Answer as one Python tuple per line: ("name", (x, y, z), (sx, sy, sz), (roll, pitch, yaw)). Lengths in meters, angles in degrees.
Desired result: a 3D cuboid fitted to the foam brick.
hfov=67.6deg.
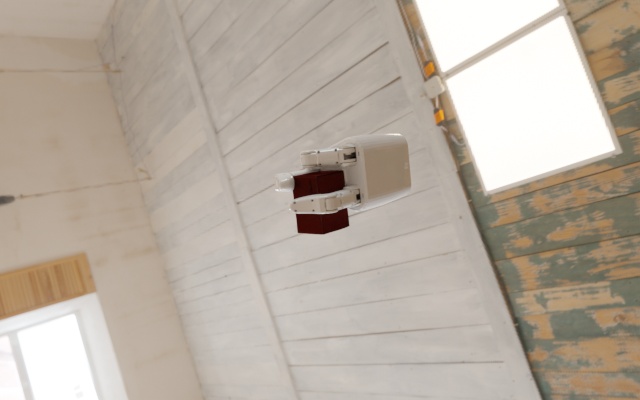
("foam brick", (0.000, 0.002, 0.633), (0.051, 0.078, 0.053), (-14, 11, -42))
